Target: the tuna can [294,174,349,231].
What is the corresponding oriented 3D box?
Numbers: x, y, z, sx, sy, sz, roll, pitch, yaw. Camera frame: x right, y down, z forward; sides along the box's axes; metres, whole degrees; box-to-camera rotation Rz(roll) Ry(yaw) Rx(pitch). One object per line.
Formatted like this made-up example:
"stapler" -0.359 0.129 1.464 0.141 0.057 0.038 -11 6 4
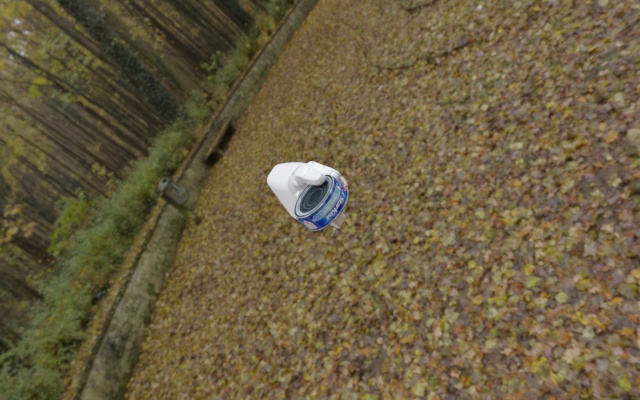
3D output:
"tuna can" 0.000 0.002 0.722 0.034 0.086 0.086 41 -21 -26
